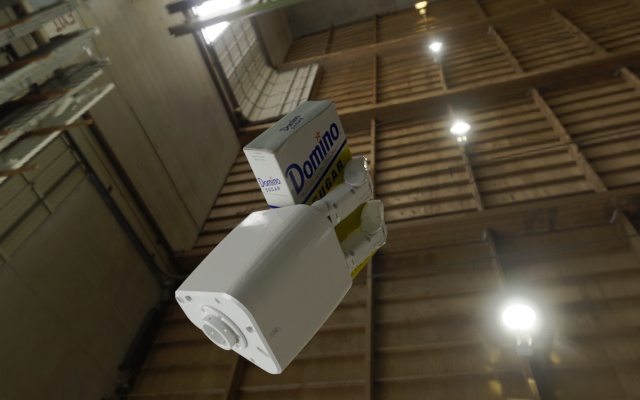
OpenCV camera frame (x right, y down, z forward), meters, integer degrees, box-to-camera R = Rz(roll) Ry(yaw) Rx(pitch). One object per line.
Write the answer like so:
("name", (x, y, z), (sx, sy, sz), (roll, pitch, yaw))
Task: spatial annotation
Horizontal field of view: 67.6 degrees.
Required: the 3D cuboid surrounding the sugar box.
("sugar box", (0.000, 0.002, 0.469), (0.048, 0.176, 0.093), (10, 43, 39))
